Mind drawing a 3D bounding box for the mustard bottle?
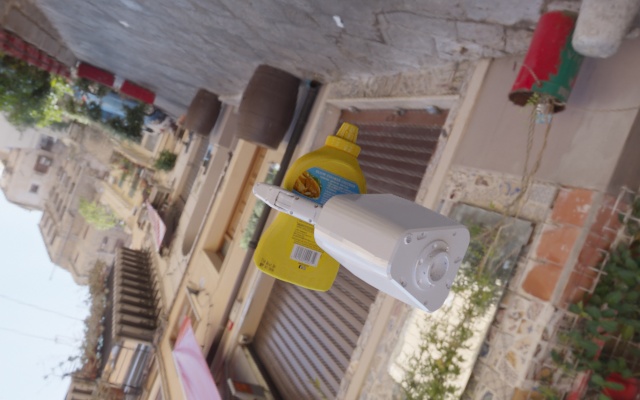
[{"bbox_3d":[0.000,0.002,0.552,0.096,0.191,0.058,21,2,-15],"label":"mustard bottle"}]
